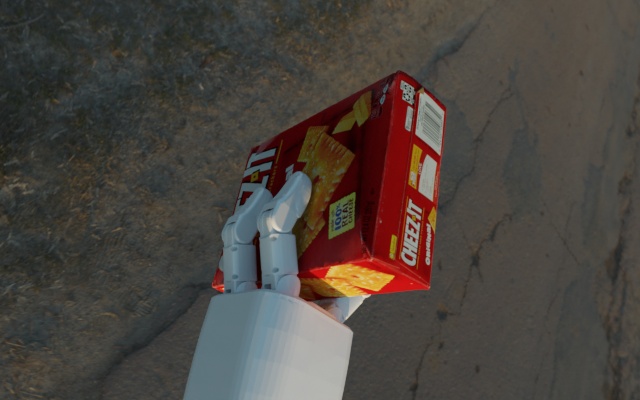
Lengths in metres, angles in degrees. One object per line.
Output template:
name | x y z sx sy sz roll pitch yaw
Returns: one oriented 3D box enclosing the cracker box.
cracker box | 0.000 0.001 0.426 0.072 0.164 0.214 30 -31 -33
